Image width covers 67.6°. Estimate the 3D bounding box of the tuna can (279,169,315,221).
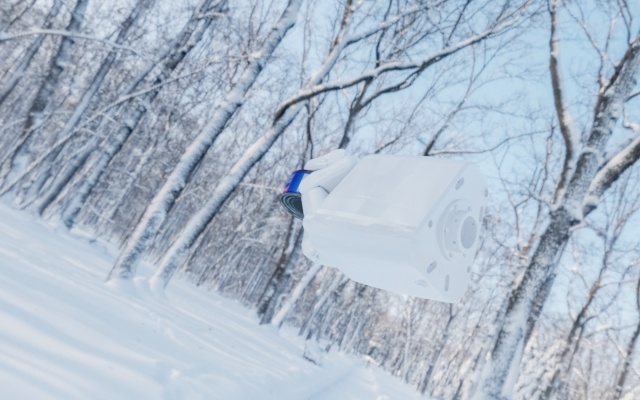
[{"bbox_3d":[0.000,0.001,0.523,0.086,0.033,0.086,21,-19,8],"label":"tuna can"}]
